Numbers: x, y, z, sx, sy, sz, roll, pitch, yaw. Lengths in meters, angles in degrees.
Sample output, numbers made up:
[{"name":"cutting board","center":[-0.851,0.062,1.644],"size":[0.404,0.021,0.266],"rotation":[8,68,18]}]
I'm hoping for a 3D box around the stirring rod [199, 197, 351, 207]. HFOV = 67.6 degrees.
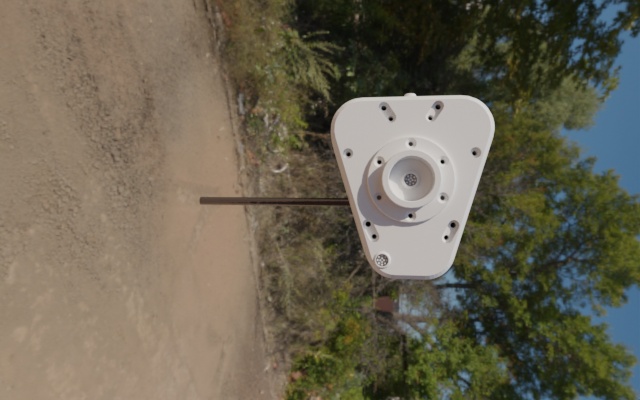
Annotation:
[{"name":"stirring rod","center":[0.000,0.002,0.459],"size":[0.239,0.011,0.011],"rotation":[1,0,8]}]
